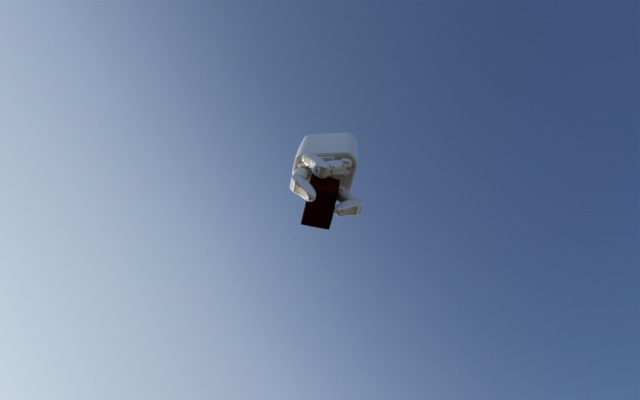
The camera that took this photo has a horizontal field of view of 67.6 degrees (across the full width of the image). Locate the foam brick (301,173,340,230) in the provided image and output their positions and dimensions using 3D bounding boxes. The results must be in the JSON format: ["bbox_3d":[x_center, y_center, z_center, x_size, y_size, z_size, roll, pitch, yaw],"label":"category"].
[{"bbox_3d":[0.000,0.003,0.838,0.053,0.078,0.051,13,31,-2],"label":"foam brick"}]
